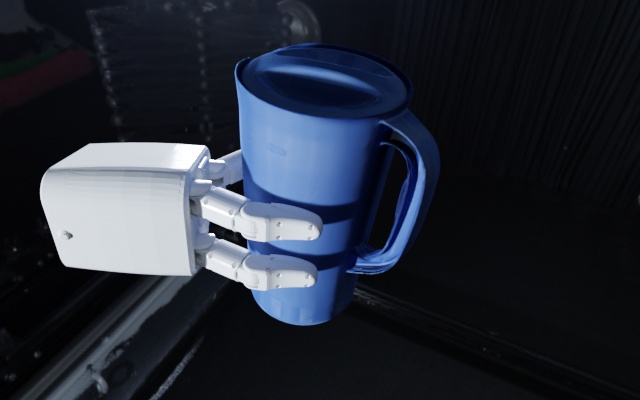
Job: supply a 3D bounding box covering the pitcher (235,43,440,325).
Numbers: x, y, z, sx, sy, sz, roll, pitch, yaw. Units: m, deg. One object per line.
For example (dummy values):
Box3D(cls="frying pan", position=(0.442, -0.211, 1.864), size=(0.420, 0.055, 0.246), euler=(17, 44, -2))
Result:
Box3D(cls="pitcher", position=(0.000, 0.001, 0.420), size=(0.145, 0.243, 0.149), euler=(1, 38, -7))
